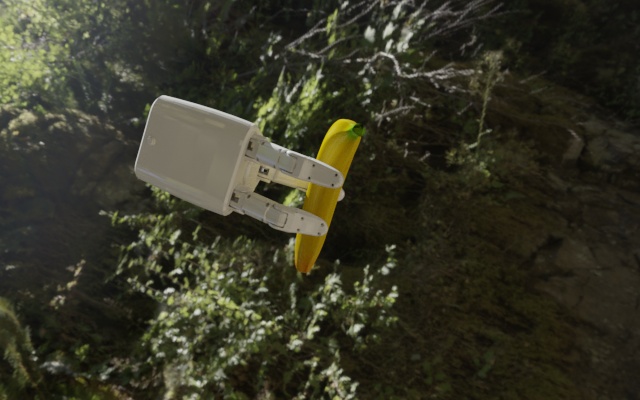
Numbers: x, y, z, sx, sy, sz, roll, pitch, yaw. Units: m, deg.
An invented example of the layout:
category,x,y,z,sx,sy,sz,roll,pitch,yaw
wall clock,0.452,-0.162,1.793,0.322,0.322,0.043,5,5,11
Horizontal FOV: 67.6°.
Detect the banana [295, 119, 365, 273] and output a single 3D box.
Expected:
category,x,y,z,sx,sy,sz,roll,pitch,yaw
banana,0.004,-0.011,0.512,0.037,0.198,0.069,18,35,0
